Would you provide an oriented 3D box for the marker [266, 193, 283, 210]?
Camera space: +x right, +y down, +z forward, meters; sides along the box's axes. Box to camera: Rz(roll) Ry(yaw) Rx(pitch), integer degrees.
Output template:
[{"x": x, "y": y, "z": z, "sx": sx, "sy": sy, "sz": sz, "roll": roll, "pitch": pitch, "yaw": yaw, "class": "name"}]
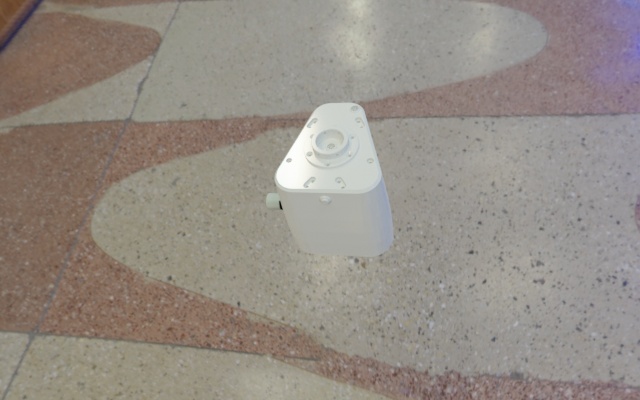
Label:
[{"x": 0.000, "y": 0.002, "z": 0.526, "sx": 0.121, "sy": 0.020, "sz": 0.020, "roll": 1, "pitch": 0, "yaw": 13, "class": "marker"}]
